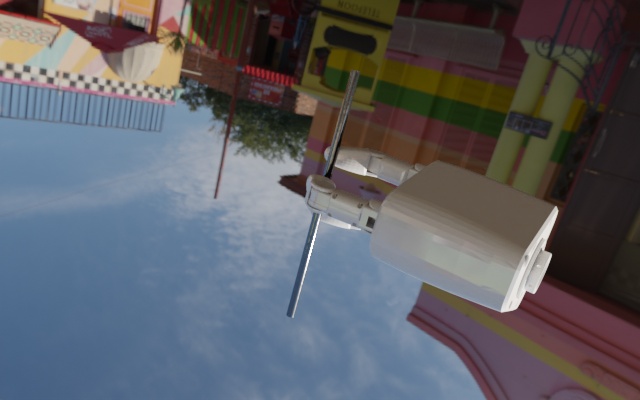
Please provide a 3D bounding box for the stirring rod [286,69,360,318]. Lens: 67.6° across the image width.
[{"bbox_3d":[0.000,0.001,0.438,0.011,0.239,0.011,14,16,-4],"label":"stirring rod"}]
